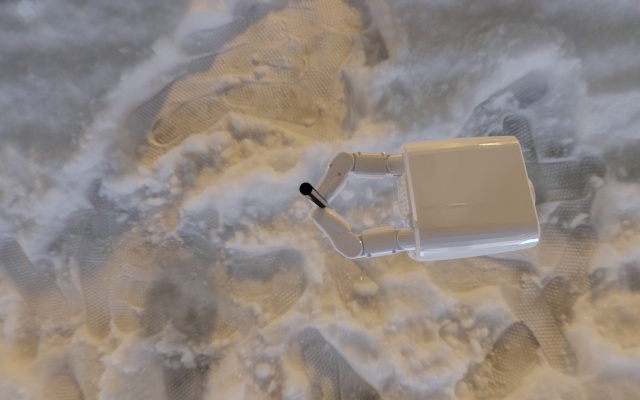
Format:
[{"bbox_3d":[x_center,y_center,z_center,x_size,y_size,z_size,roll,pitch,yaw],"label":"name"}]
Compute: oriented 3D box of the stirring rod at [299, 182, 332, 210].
[{"bbox_3d":[0.000,0.001,0.404,0.011,0.011,0.239,0,-4,4],"label":"stirring rod"}]
